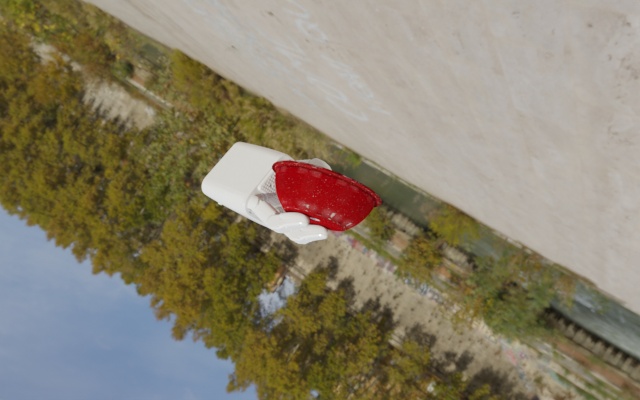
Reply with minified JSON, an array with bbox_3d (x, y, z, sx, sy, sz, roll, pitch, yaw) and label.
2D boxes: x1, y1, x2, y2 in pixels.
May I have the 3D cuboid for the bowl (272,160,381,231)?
[{"bbox_3d":[0.001,0.003,0.664,0.162,0.055,0.162,18,-12,4],"label":"bowl"}]
